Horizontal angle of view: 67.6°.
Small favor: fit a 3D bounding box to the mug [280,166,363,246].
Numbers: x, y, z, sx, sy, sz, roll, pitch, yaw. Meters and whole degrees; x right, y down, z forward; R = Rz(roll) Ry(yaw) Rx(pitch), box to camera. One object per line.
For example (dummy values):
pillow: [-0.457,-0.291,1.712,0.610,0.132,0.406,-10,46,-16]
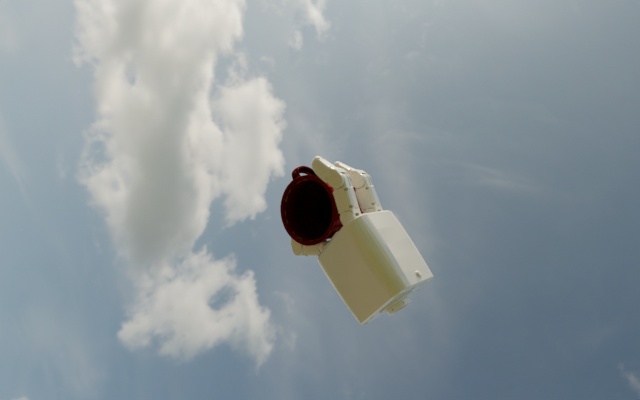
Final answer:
mug: [-0.001,0.001,0.660,0.093,0.117,0.081,-43,-23,30]
